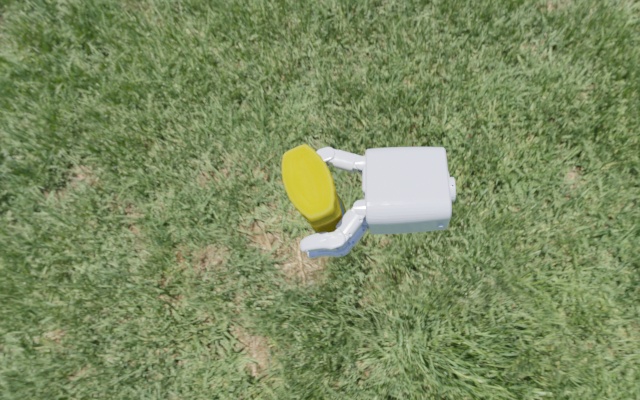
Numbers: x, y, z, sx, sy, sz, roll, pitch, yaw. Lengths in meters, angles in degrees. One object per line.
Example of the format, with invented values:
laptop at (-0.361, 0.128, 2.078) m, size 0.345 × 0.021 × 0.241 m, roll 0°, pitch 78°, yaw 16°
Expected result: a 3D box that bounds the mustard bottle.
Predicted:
mustard bottle at (0.000, 0.002, 0.648) m, size 0.058 × 0.096 × 0.192 m, roll -25°, pitch -19°, yaw 2°
